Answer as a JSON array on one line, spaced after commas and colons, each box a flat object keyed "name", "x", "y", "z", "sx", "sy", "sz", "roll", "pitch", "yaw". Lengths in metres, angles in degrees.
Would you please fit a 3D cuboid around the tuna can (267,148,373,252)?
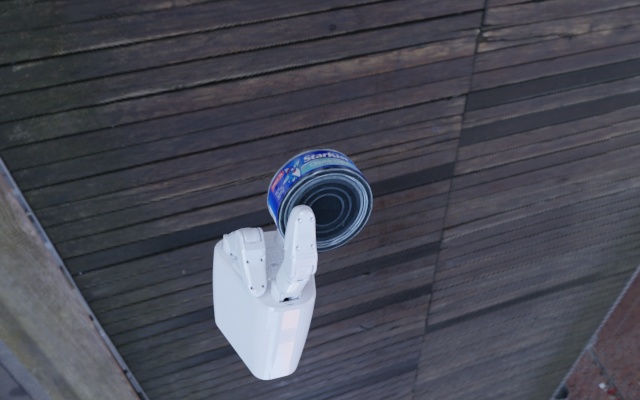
[{"name": "tuna can", "x": 0.000, "y": 0.002, "z": 0.405, "sx": 0.086, "sy": 0.086, "sz": 0.033, "roll": 0, "pitch": 32, "yaw": -23}]
